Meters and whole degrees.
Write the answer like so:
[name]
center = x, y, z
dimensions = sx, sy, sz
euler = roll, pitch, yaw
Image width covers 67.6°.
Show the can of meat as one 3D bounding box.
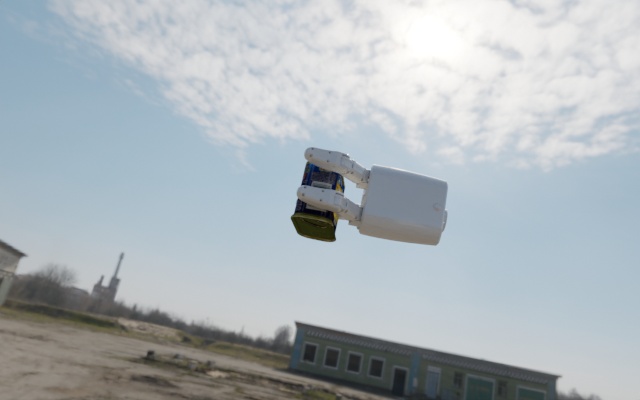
[can of meat]
center = 0.000, 0.002, 0.661
dimensions = 0.057, 0.084, 0.102
euler = 10, -19, 9
